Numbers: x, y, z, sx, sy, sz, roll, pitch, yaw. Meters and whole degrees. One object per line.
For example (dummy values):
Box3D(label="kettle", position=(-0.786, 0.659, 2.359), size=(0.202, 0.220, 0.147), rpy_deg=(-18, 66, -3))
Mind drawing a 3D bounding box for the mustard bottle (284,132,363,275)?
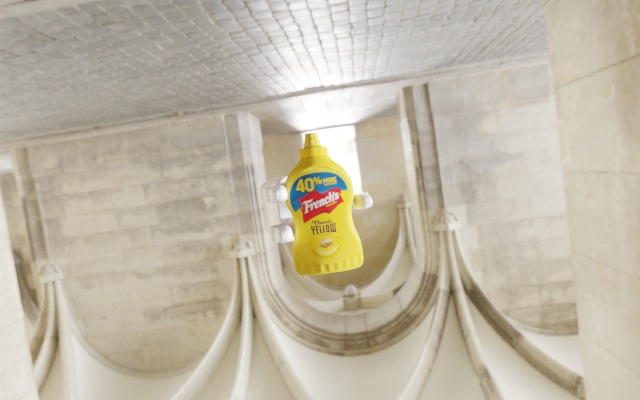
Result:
Box3D(label="mustard bottle", position=(0.000, 0.002, 0.660), size=(0.096, 0.191, 0.058), rpy_deg=(-8, 4, 2))
